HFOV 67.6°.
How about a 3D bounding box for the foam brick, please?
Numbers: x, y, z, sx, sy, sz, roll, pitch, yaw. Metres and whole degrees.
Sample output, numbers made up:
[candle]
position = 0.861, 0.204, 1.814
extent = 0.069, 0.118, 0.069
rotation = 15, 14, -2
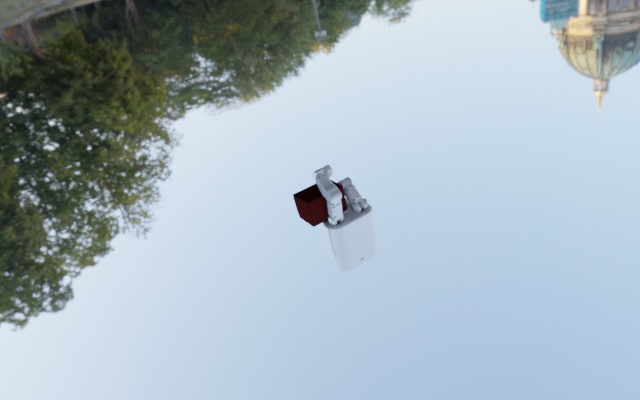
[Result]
[foam brick]
position = 0.000, 0.003, 0.860
extent = 0.078, 0.051, 0.053
rotation = -26, 33, -24
